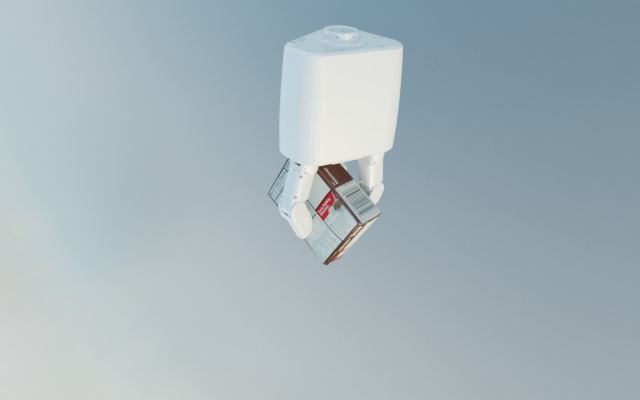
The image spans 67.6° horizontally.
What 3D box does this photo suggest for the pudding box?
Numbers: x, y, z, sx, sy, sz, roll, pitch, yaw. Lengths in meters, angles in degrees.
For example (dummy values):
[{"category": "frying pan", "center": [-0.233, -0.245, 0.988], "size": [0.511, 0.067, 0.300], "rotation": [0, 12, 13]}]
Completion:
[{"category": "pudding box", "center": [0.000, 0.002, 0.523], "size": [0.039, 0.113, 0.090], "rotation": [-25, -20, -40]}]
